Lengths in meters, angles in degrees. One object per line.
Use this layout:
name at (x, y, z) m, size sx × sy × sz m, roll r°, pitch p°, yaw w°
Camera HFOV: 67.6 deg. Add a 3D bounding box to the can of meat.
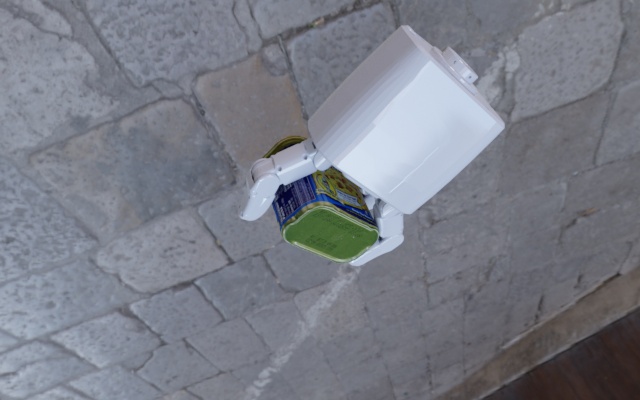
can of meat at (0.000, 0.002, 0.432) m, size 0.057 × 0.084 × 0.102 m, roll -41°, pitch -43°, yaw 22°
